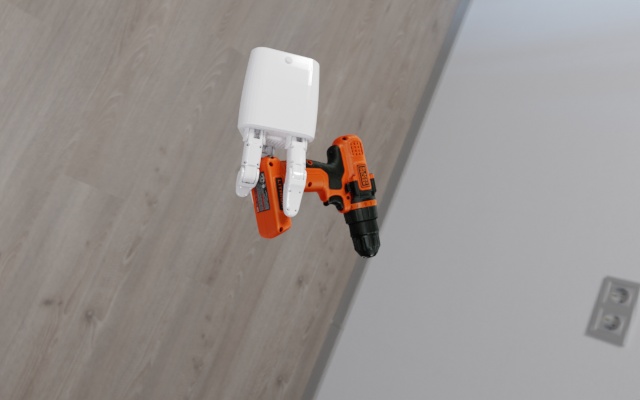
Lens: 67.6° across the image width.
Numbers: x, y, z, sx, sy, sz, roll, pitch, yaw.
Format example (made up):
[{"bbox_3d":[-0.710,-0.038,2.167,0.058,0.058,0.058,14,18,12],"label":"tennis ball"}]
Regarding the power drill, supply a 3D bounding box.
[{"bbox_3d":[0.000,0.002,0.667,0.187,0.184,0.057,-8,-6,-38],"label":"power drill"}]
